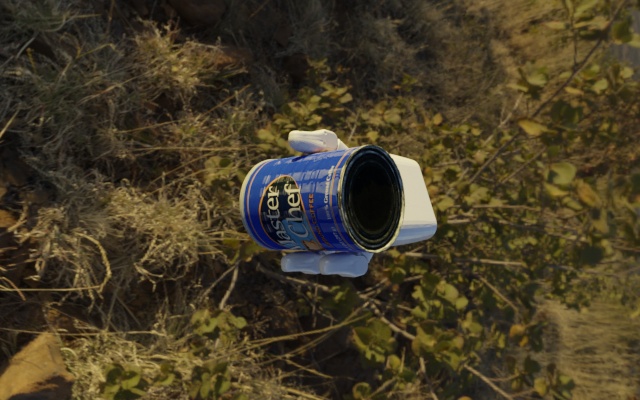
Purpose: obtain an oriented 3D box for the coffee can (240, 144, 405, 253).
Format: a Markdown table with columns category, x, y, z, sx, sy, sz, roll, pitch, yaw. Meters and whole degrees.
| category | x | y | z | sx | sy | sz | roll | pitch | yaw |
| --- | --- | --- | --- | --- | --- | --- | --- | --- | --- |
| coffee can | 0.000 | 0.002 | 0.492 | 0.140 | 0.103 | 0.103 | -3 | -2 | 42 |
